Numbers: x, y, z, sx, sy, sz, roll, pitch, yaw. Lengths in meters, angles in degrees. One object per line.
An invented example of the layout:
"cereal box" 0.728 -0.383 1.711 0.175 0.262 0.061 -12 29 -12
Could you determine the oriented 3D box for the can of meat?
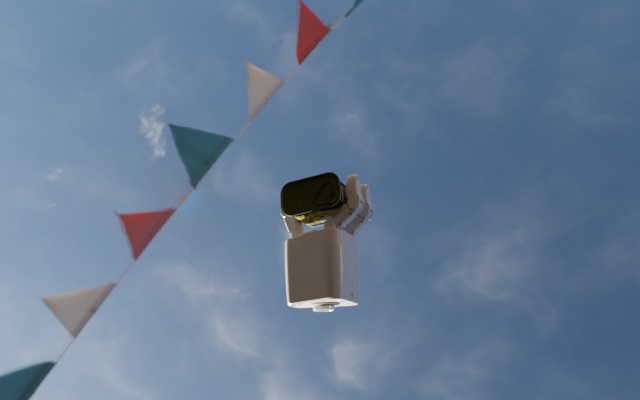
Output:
"can of meat" 0.000 0.003 0.768 0.102 0.057 0.084 -14 -23 21
